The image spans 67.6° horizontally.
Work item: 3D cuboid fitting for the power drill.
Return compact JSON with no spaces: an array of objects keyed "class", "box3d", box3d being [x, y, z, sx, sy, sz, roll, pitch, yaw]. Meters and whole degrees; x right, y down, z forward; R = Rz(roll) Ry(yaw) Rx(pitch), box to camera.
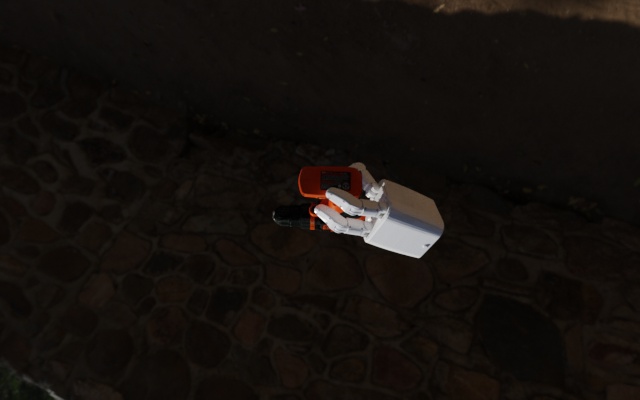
[{"class":"power drill","box3d":[0.000,0.003,0.867,0.184,0.057,0.188,0,-22,-1]}]
